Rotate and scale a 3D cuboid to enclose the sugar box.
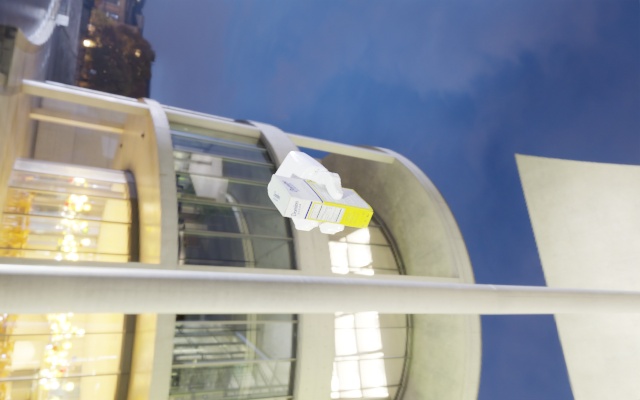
[{"bbox_3d":[0.000,0.003,0.870,0.176,0.048,0.093,8,23,-29],"label":"sugar box"}]
